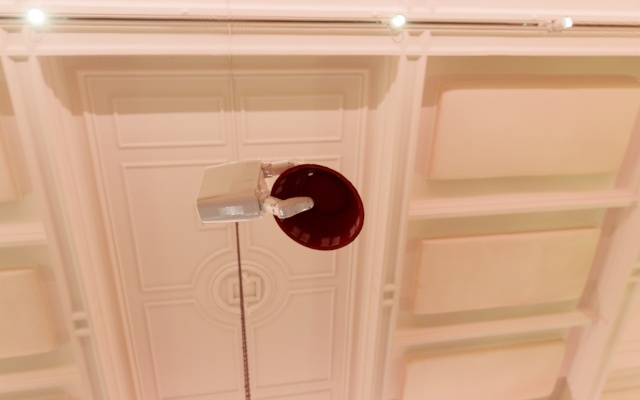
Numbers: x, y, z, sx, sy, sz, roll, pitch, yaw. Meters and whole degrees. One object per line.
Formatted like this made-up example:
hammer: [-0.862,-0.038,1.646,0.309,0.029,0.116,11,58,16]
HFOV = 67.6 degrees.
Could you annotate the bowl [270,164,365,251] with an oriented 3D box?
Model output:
bowl: [0.002,0.003,0.796,0.162,0.162,0.055,0,28,20]
